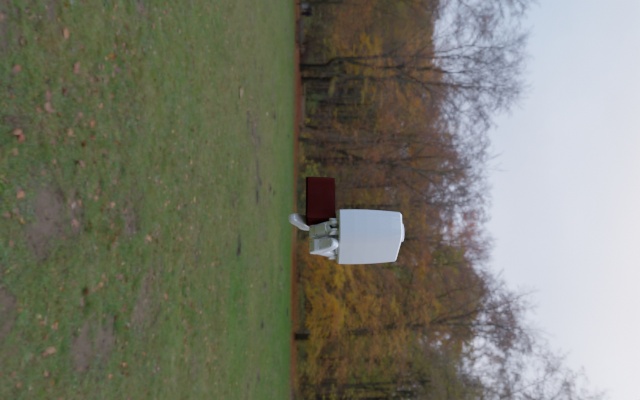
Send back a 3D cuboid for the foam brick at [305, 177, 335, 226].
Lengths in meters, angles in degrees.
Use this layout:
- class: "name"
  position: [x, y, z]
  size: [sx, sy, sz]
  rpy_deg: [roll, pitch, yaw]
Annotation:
- class: "foam brick"
  position: [0.000, 0.002, 0.847]
  size: [0.051, 0.078, 0.053]
  rpy_deg: [0, -18, 1]
